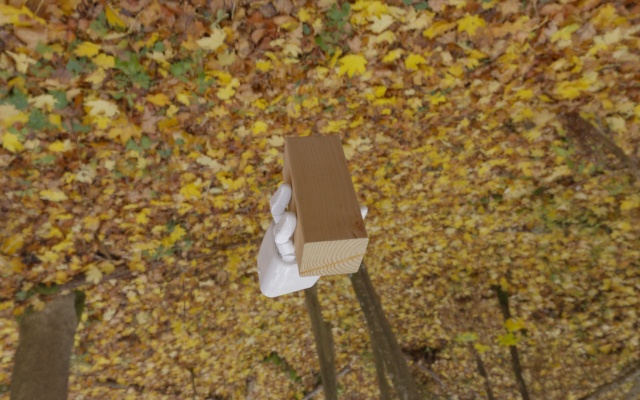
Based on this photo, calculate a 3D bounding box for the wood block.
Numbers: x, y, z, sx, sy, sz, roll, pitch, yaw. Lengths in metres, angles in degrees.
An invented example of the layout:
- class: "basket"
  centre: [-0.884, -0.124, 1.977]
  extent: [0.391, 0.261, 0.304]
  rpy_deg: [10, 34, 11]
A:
- class: "wood block"
  centre: [0.000, 0.003, 0.729]
  extent: [0.091, 0.206, 0.090]
  rpy_deg: [-3, -39, -12]
